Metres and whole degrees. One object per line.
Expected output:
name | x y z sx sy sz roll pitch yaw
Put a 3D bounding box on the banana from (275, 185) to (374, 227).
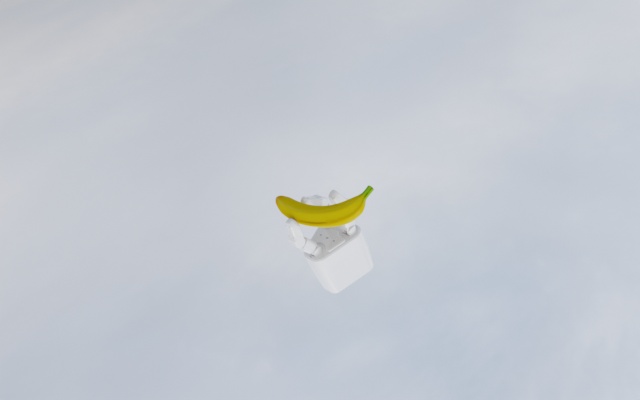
banana | -0.002 0.016 0.831 0.198 0.069 0.037 -4 -44 29
